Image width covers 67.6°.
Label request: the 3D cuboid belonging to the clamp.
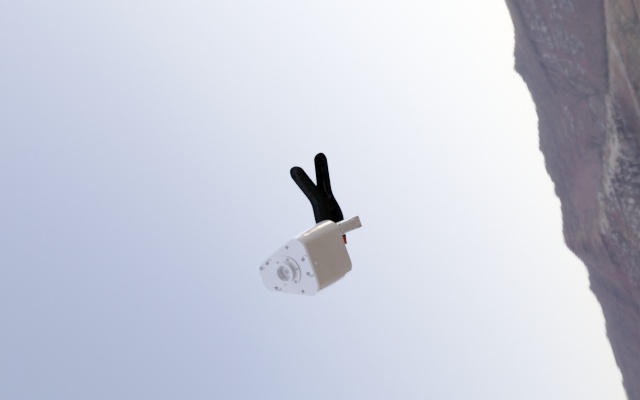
[{"bbox_3d":[0.000,0.003,0.828,0.039,0.171,0.120,-19,0,34],"label":"clamp"}]
